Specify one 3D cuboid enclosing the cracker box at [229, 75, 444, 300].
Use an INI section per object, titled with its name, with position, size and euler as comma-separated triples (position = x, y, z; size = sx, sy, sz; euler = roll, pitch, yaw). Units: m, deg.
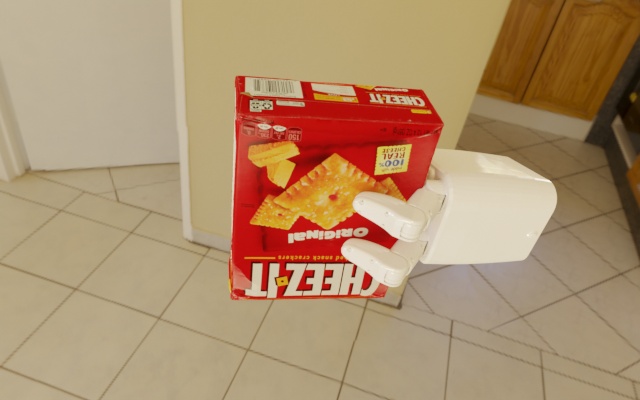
[cracker box]
position = 0.000, 0.001, 0.442
size = 0.164, 0.214, 0.072
euler = 2, 38, -10
